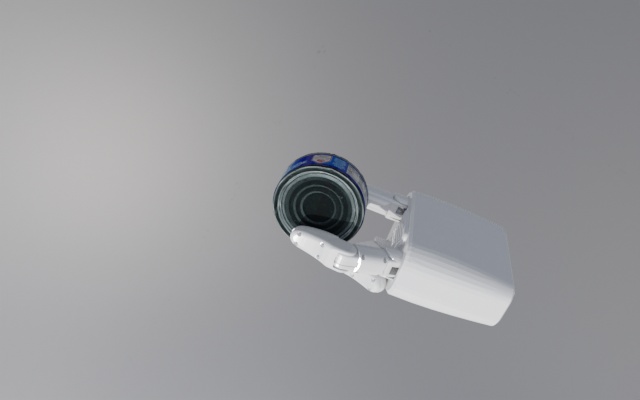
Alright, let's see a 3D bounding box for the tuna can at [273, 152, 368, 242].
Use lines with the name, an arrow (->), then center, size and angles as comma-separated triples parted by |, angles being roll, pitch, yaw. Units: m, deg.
tuna can -> 0.000, 0.002, 0.439 | 0.086, 0.086, 0.033 | 0, 24, 10
